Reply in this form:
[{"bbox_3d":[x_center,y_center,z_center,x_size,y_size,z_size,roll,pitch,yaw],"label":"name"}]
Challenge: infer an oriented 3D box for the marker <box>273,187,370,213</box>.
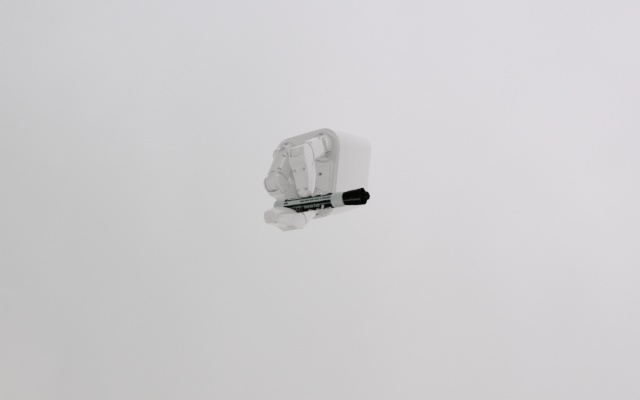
[{"bbox_3d":[0.000,0.002,0.540,0.121,0.020,0.020,-8,-4,31],"label":"marker"}]
